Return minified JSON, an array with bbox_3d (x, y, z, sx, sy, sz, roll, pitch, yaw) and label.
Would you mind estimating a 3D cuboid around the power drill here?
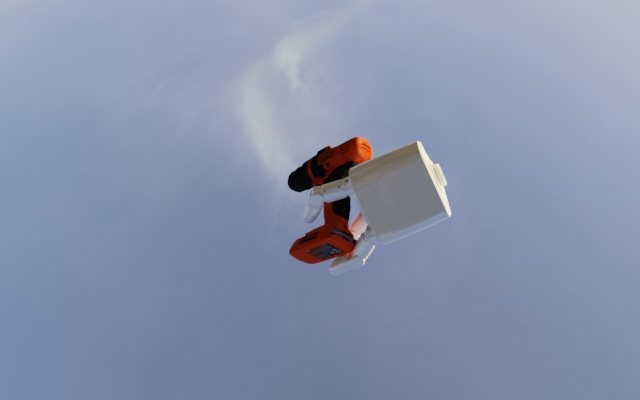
[{"bbox_3d":[0.000,0.003,0.763,0.057,0.187,0.184,27,-34,-32],"label":"power drill"}]
